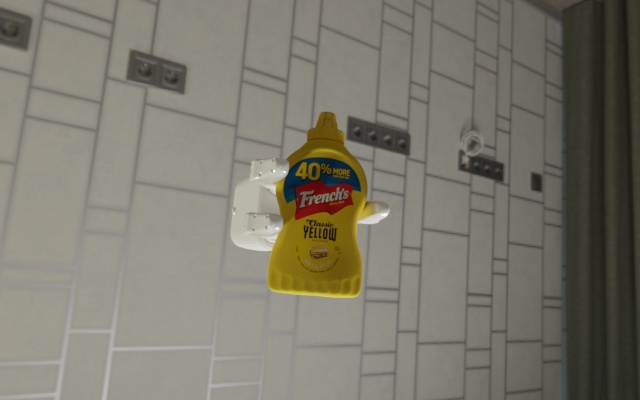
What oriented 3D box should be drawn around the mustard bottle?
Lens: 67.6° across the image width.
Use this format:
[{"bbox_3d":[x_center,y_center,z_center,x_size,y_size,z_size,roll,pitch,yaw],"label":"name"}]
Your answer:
[{"bbox_3d":[0.000,0.002,0.499,0.096,0.191,0.058,5,-8,-4],"label":"mustard bottle"}]
